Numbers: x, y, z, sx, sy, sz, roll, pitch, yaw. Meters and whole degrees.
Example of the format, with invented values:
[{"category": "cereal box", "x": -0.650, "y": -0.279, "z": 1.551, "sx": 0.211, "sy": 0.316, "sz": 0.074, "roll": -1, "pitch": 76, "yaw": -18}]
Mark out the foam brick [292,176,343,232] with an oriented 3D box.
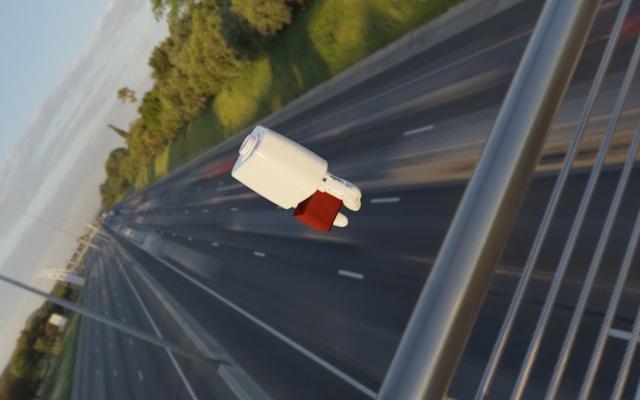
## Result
[{"category": "foam brick", "x": 0.000, "y": 0.003, "z": 0.744, "sx": 0.051, "sy": 0.078, "sz": 0.053, "roll": 30, "pitch": -14, "yaw": -19}]
